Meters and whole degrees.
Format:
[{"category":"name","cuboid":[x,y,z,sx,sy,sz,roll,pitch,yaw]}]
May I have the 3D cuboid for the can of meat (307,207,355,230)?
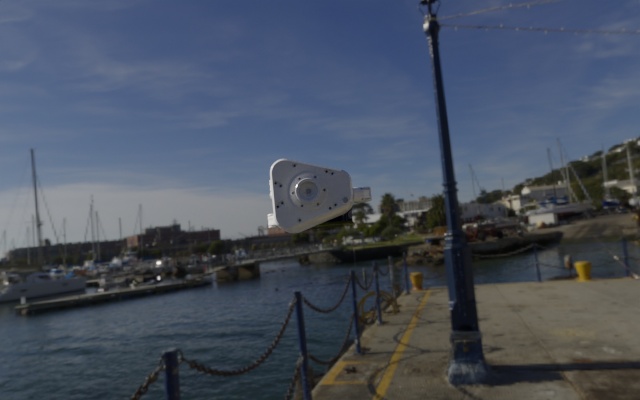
[{"category":"can of meat","cuboid":[0.000,0.002,0.759,0.102,0.084,0.057,-5,-4,4]}]
